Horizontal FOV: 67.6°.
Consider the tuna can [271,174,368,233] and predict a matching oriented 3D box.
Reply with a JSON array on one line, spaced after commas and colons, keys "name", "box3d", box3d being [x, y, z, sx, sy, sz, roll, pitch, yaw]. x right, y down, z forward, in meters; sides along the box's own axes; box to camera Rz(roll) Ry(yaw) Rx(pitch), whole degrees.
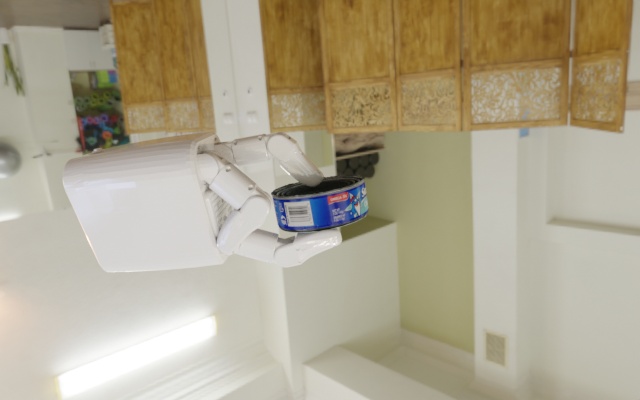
[{"name": "tuna can", "box3d": [0.000, 0.002, 0.435, 0.086, 0.034, 0.086, -9, 11, 2]}]
